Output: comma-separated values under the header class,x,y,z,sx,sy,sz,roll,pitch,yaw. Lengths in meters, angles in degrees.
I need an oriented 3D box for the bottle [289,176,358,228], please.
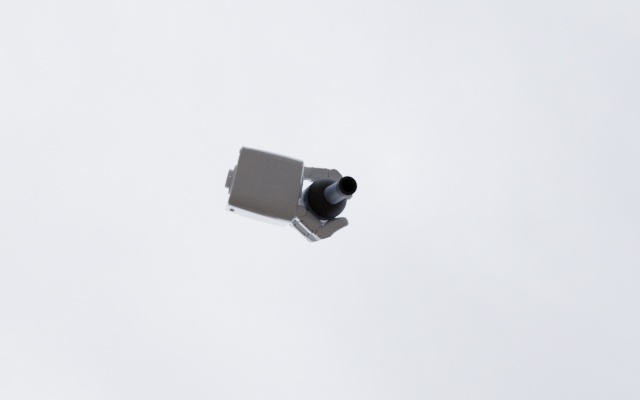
class,x,y,z,sx,sy,sz,roll,pitch,yaw
bottle,0.000,0.003,0.789,0.069,0.069,0.296,0,-9,-15
